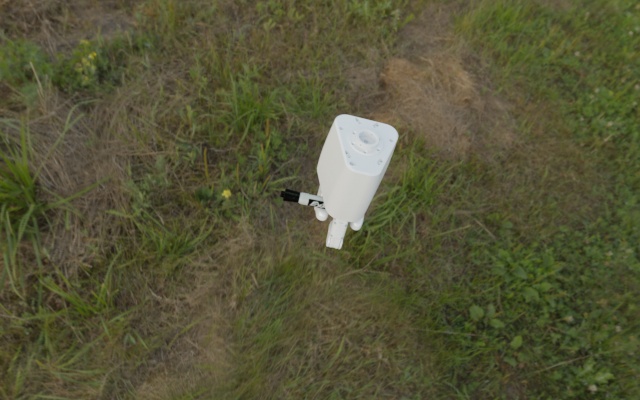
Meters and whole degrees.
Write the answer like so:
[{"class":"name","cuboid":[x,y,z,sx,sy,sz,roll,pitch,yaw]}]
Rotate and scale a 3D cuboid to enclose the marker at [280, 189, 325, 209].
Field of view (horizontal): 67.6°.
[{"class":"marker","cuboid":[0.000,0.002,0.709,0.121,0.020,0.020,12,-1,-6]}]
